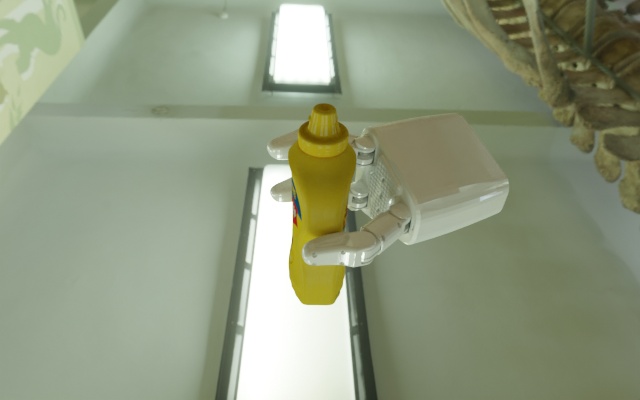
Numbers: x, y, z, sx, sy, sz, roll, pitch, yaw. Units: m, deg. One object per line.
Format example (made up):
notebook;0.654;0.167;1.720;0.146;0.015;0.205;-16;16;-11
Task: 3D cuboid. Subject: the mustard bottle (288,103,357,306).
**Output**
mustard bottle;0.000;0.002;0.431;0.058;0.192;0.096;2;40;-2
